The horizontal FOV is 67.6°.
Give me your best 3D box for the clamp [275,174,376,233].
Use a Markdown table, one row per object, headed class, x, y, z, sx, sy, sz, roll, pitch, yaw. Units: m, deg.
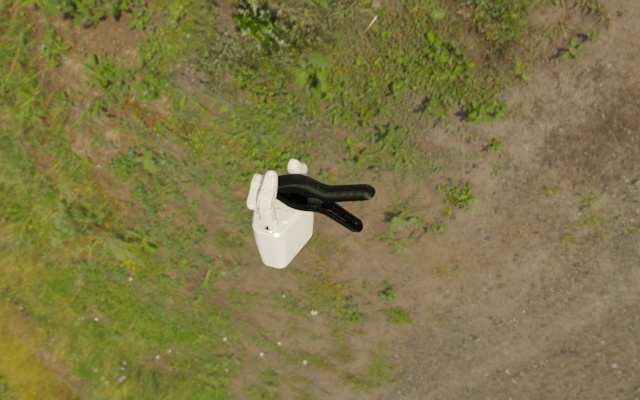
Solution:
| class | x | y | z | sx | sy | sz | roll | pitch | yaw |
| --- | --- | --- | --- | --- | --- | --- | --- | --- | --- |
| clamp | 0.000 | 0.003 | 0.756 | 0.171 | 0.039 | 0.120 | 13 | -39 | 12 |
